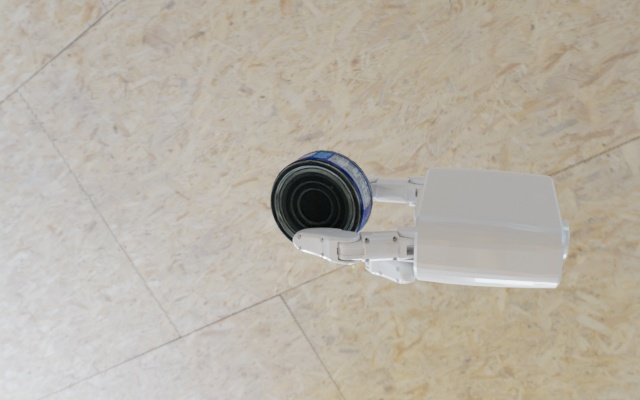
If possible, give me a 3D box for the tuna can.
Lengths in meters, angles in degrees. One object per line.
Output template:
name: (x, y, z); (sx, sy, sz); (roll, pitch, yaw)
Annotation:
tuna can: (0.000, 0.002, 0.416); (0.086, 0.086, 0.033); (0, 17, 22)
